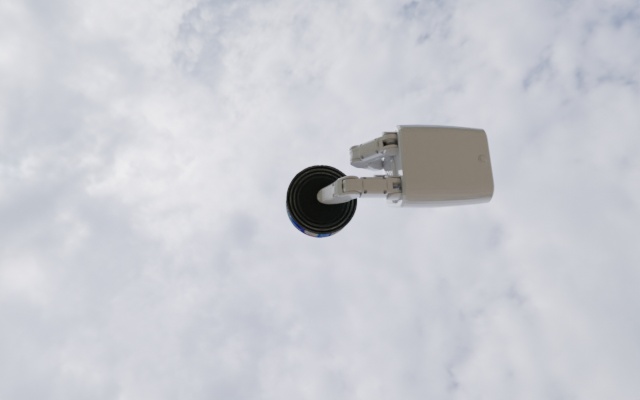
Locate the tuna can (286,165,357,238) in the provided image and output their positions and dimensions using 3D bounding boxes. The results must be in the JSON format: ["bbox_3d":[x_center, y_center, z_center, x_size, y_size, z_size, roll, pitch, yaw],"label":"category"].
[{"bbox_3d":[0.000,0.002,0.584,0.086,0.086,0.034,0,-14,-7],"label":"tuna can"}]
